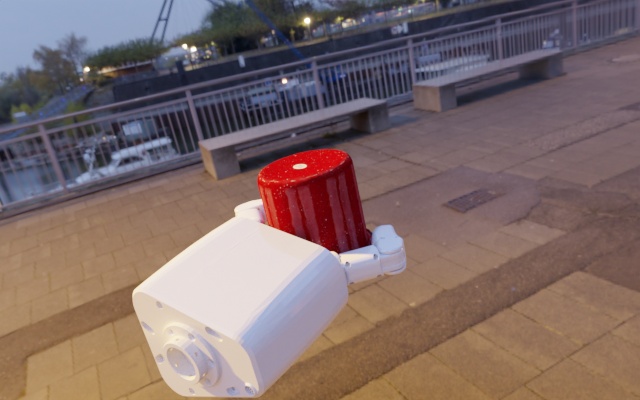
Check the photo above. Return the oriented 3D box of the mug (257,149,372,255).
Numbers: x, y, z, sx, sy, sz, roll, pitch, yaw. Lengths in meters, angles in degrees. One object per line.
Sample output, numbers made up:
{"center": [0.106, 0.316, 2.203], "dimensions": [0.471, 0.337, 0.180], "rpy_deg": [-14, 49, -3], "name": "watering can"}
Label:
{"center": [0.001, 0.001, 0.419], "dimensions": [0.093, 0.081, 0.117], "rpy_deg": [1, 25, 33], "name": "mug"}
